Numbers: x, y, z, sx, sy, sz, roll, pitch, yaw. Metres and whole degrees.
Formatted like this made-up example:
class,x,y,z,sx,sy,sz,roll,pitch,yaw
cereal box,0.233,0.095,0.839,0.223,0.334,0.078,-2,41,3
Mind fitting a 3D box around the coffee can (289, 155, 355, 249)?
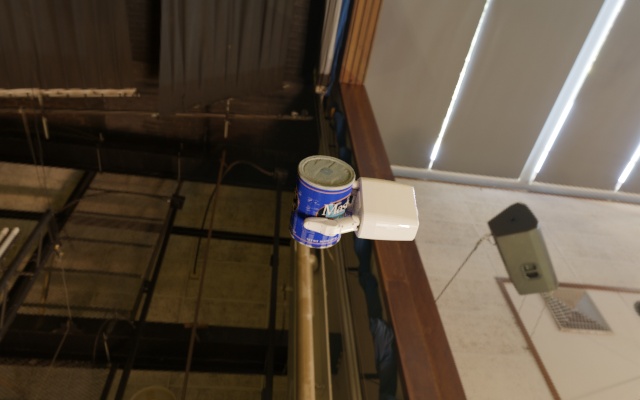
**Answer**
class,x,y,z,sx,sy,sz,roll,pitch,yaw
coffee can,0.000,0.003,0.881,0.103,0.140,0.102,7,36,-5
